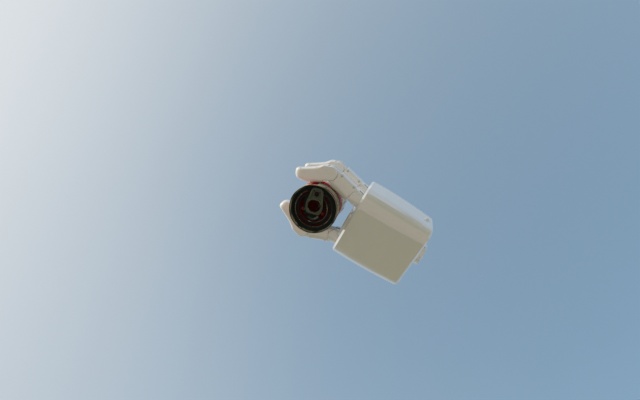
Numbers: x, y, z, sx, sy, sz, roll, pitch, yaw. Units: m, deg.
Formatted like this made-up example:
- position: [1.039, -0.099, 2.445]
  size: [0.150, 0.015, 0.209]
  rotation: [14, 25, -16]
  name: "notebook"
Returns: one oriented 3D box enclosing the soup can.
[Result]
- position: [0.000, 0.002, 0.694]
  size: [0.068, 0.068, 0.102]
  rotation: [0, 11, 12]
  name: "soup can"
